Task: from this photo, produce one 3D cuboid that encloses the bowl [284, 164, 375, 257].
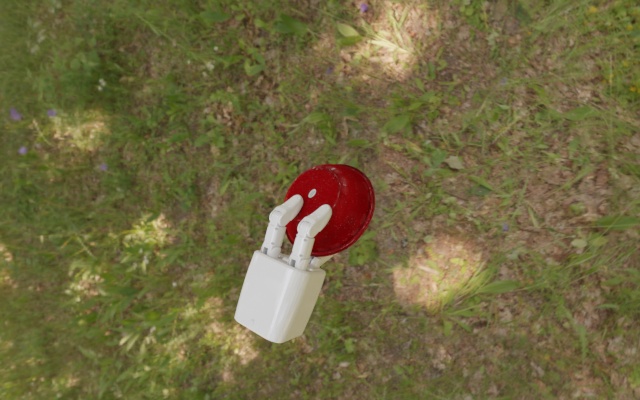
[{"bbox_3d":[0.000,0.001,0.739,0.162,0.162,0.055,0,-26,30],"label":"bowl"}]
